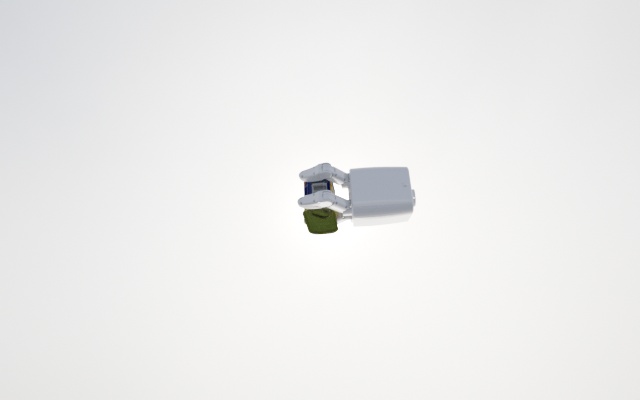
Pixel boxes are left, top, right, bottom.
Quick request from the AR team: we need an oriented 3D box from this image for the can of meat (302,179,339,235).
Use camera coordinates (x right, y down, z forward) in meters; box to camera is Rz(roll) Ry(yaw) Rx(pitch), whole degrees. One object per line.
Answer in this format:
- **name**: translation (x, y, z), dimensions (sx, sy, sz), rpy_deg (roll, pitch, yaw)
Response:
- **can of meat**: translation (0.000, 0.003, 0.868), dimensions (0.057, 0.084, 0.102), rpy_deg (-5, -30, 6)
